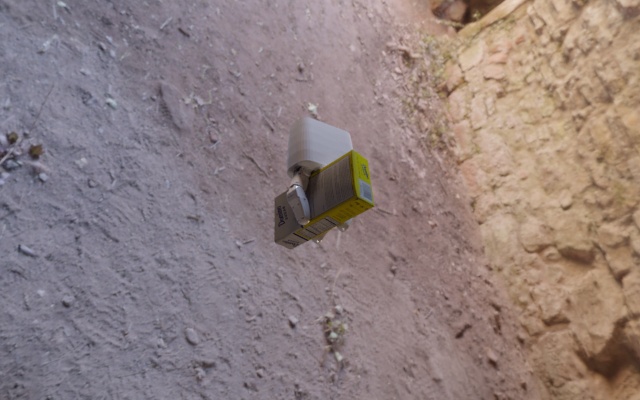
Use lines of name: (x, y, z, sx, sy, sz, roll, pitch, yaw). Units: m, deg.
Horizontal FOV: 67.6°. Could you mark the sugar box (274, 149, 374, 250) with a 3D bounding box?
sugar box: (0.001, 0.003, 0.761, 0.176, 0.093, 0.048, -31, -43, 34)
